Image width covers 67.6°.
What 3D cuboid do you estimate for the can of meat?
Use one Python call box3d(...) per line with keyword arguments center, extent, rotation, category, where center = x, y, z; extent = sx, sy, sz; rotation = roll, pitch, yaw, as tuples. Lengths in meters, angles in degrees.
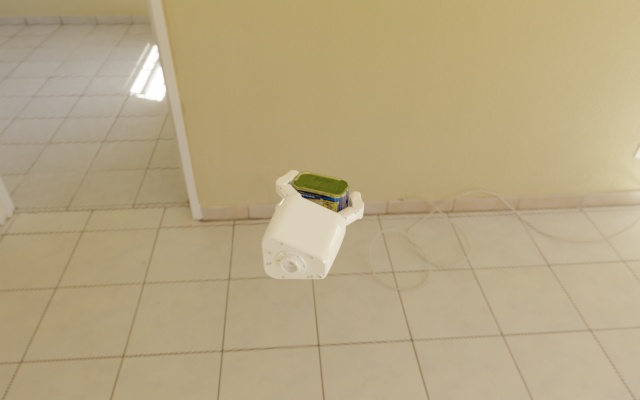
box3d(center=(0.000, 0.002, 0.844), extent=(0.102, 0.084, 0.057), rotation=(13, 40, 15), category="can of meat")
